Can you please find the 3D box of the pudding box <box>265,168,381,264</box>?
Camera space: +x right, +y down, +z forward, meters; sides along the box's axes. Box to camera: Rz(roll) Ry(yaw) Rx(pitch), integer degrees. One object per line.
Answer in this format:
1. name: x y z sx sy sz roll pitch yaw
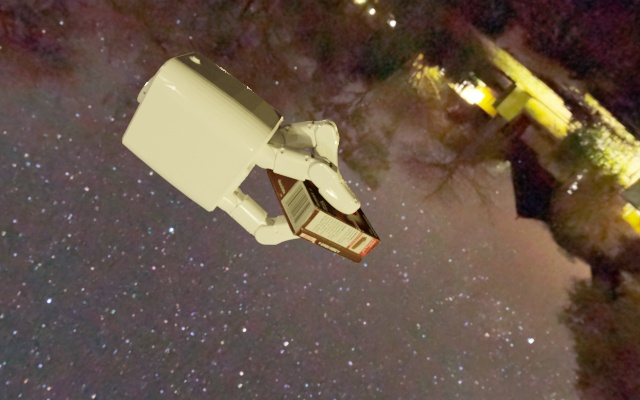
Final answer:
1. pudding box: 0.000 0.002 0.476 0.090 0.039 0.113 27 25 -37
